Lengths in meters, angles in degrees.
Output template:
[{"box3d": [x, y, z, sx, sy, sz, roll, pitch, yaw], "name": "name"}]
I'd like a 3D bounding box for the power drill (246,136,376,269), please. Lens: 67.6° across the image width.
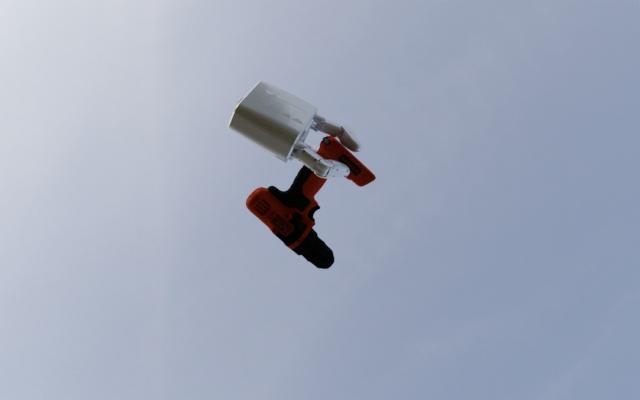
[{"box3d": [0.000, 0.002, 0.785, 0.184, 0.187, 0.057, 42, 6, -17], "name": "power drill"}]
